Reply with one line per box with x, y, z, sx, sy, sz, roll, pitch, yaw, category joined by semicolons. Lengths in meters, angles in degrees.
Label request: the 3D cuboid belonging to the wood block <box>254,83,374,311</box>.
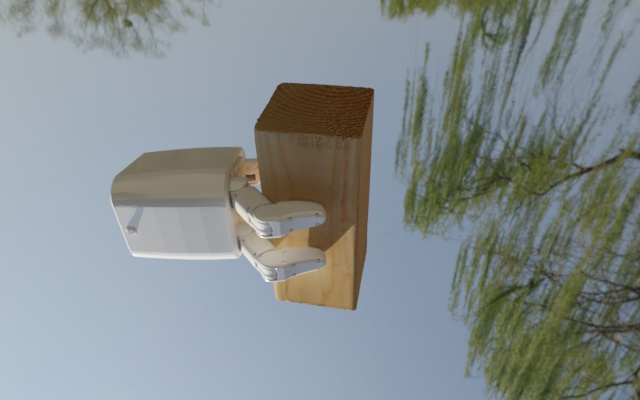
0.000;0.001;0.465;0.090;0.206;0.090;6;40;9;wood block
